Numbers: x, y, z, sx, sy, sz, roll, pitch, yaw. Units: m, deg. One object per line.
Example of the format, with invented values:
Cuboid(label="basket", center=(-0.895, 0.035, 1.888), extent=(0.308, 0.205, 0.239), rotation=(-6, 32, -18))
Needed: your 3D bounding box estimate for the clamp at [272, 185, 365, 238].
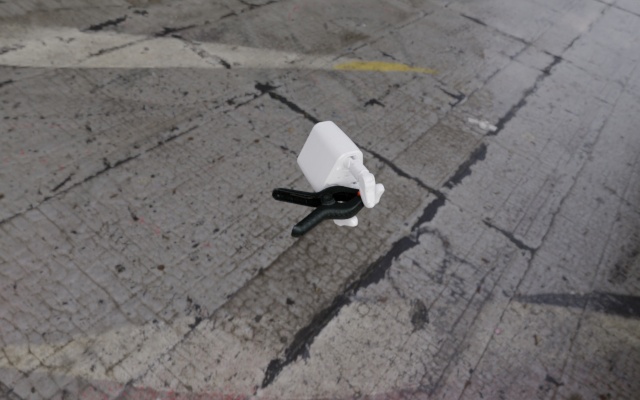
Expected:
Cuboid(label="clamp", center=(0.000, 0.002, 0.853), extent=(0.171, 0.039, 0.120), rotation=(-15, 50, -28))
